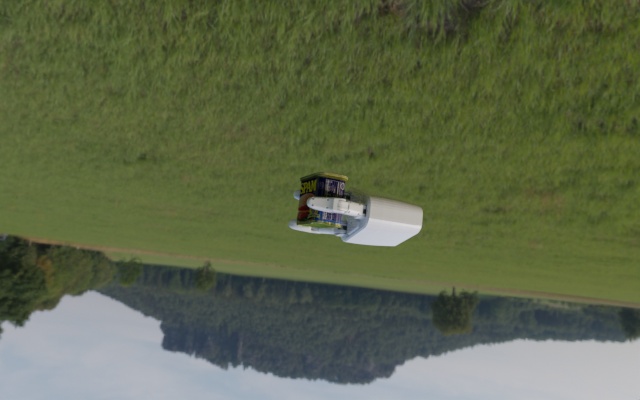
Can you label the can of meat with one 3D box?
[{"bbox_3d":[0.000,0.003,0.806,0.057,0.084,0.102,9,-8,-24],"label":"can of meat"}]
